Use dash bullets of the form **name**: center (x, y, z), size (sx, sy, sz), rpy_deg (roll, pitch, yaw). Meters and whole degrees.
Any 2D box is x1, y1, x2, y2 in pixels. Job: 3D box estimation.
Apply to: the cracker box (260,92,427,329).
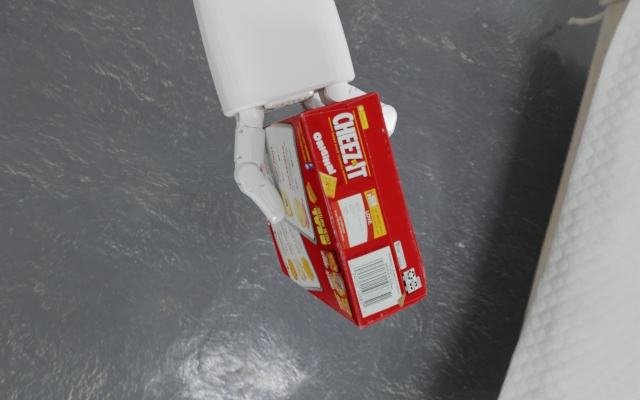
- **cracker box**: center (0.000, 0.002, 0.441), size (0.072, 0.164, 0.213), rpy_deg (-19, 9, -18)
